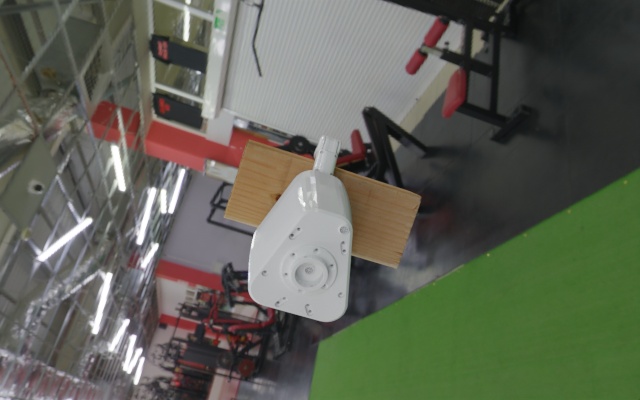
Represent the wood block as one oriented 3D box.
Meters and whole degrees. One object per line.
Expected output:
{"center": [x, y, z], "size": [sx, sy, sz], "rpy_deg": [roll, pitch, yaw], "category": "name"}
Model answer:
{"center": [0.000, 0.002, 0.571], "size": [0.206, 0.091, 0.090], "rpy_deg": [18, 5, -9], "category": "wood block"}
